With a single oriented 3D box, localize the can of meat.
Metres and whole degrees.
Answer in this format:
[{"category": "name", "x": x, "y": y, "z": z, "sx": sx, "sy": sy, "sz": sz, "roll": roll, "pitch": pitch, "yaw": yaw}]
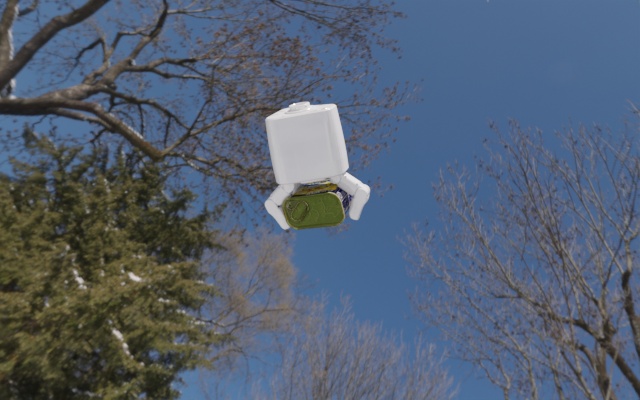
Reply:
[{"category": "can of meat", "x": 0.000, "y": 0.003, "z": 0.792, "sx": 0.102, "sy": 0.057, "sz": 0.084, "roll": -8, "pitch": 19, "yaw": 22}]
